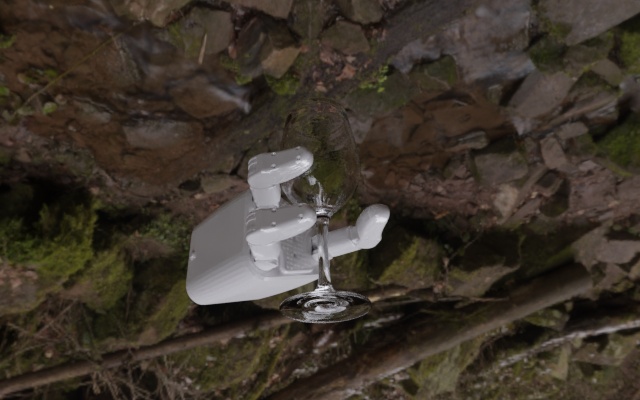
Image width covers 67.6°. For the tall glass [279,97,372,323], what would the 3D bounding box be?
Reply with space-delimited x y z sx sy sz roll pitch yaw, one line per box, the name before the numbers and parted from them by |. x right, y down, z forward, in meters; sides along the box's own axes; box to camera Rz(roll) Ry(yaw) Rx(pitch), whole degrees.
tall glass | 0.000 0.002 0.431 0.079 0.201 0.079 -2 -31 -1
